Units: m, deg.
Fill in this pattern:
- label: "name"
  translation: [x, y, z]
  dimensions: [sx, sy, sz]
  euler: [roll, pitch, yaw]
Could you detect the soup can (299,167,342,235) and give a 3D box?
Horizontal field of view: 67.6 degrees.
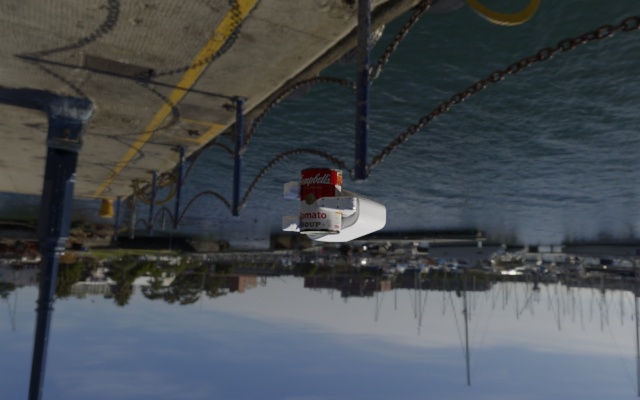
- label: "soup can"
  translation: [0.000, 0.003, 0.772]
  dimensions: [0.068, 0.102, 0.068]
  euler: [2, -8, 0]
